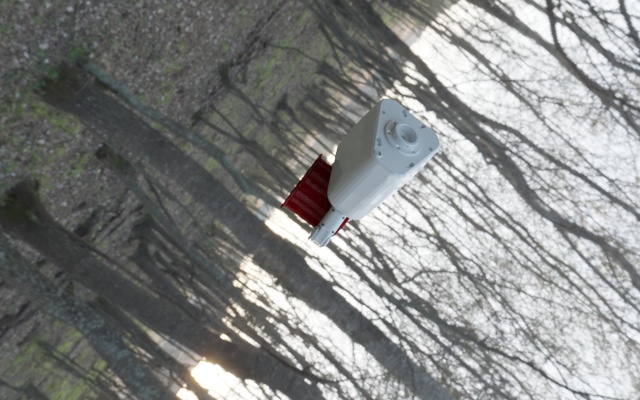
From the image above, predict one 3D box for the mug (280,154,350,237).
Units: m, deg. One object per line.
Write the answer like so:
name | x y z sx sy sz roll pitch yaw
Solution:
mug | 0.000 0.003 0.663 0.081 0.093 0.117 37 -37 -4
